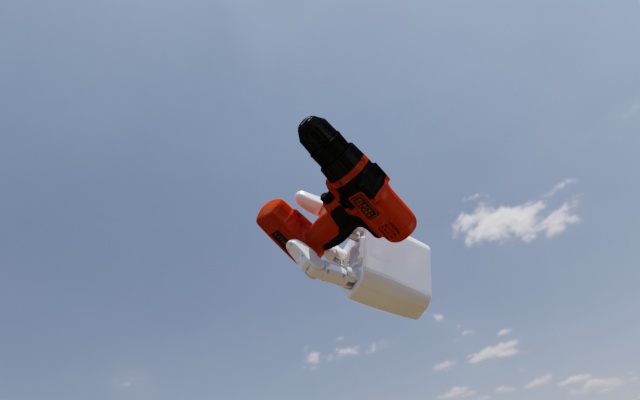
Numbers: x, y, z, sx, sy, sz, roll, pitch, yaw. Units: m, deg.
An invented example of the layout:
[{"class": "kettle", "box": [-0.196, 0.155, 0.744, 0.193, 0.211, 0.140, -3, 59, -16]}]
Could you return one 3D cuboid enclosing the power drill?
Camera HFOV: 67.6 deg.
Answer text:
[{"class": "power drill", "box": [0.000, 0.002, 0.600, 0.188, 0.184, 0.057, -31, 16, 44]}]
